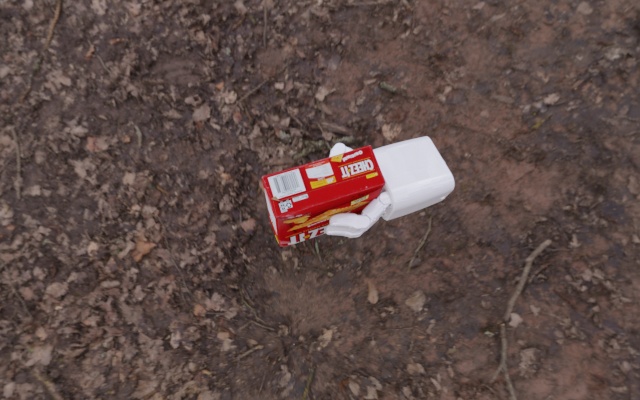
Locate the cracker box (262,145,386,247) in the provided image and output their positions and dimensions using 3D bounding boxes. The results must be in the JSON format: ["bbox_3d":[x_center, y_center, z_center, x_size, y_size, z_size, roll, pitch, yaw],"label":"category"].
[{"bbox_3d":[0.000,0.002,0.757,0.164,0.072,0.214,-17,-15,-8],"label":"cracker box"}]
